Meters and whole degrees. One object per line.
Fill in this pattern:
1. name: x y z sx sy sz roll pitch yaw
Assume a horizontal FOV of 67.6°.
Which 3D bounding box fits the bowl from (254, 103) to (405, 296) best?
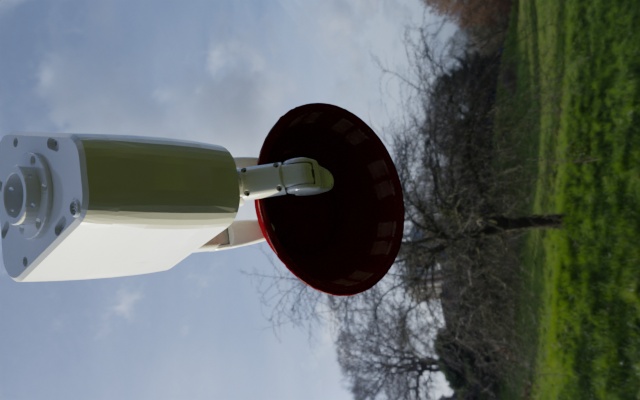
1. bowl: 0.001 0.002 0.414 0.162 0.162 0.055 0 -11 -40
